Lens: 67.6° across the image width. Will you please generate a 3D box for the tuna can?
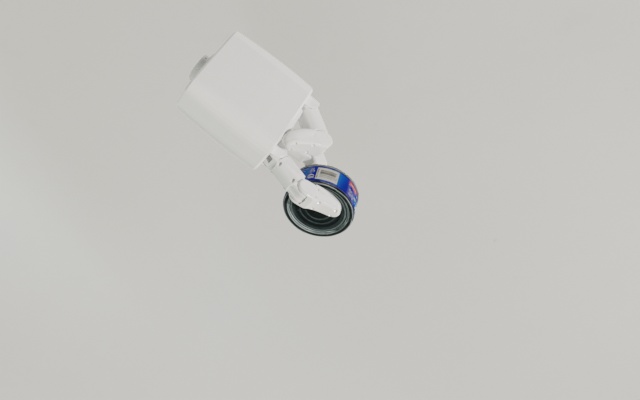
[{"bbox_3d":[0.000,0.002,0.558,0.086,0.086,0.033,0,39,15],"label":"tuna can"}]
